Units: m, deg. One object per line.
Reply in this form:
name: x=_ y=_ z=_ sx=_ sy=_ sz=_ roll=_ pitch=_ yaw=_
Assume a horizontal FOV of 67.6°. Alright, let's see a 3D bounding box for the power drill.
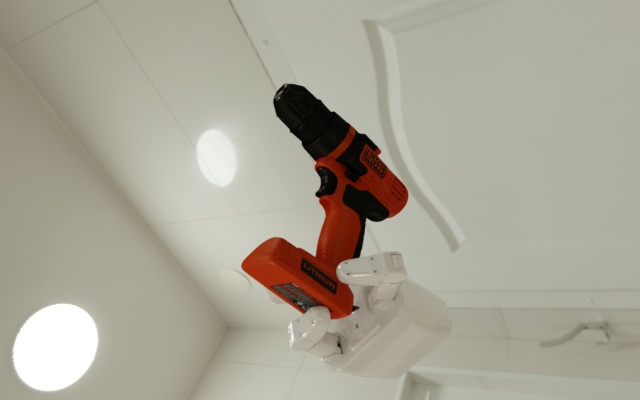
power drill: x=0.000 y=0.002 z=0.454 sx=0.184 sy=0.187 sz=0.057 roll=41 pitch=-35 yaw=-23
